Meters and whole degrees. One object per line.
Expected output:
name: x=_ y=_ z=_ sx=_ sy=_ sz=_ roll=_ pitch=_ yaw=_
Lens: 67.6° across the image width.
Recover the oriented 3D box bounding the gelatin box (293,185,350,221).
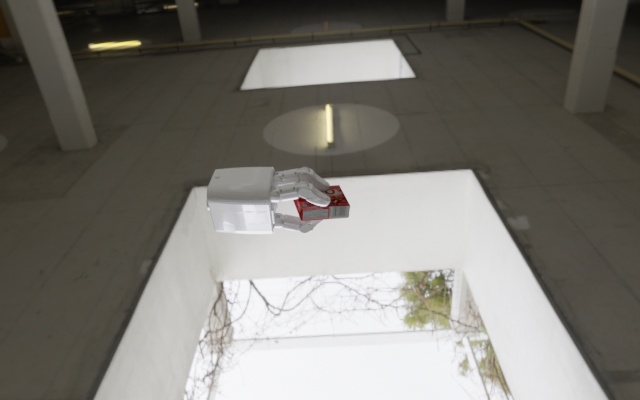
gelatin box: x=0.000 y=0.003 z=0.844 sx=0.089 sy=0.030 sz=0.073 roll=-3 pitch=31 yaw=-13
